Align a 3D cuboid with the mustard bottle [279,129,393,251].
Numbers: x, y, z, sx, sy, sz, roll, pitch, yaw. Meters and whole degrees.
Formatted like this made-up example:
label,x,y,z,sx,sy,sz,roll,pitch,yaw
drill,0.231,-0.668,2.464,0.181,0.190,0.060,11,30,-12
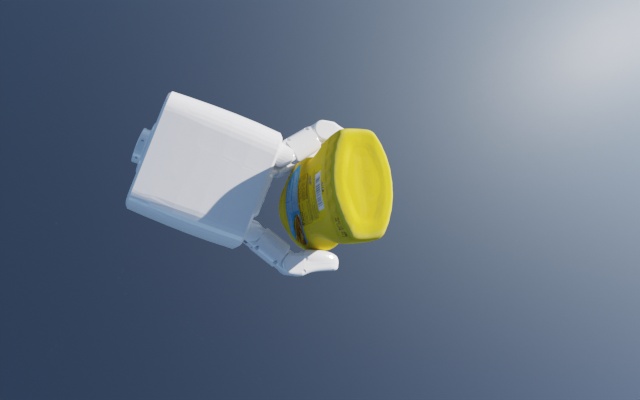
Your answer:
label,x,y,z,sx,sy,sz,roll,pitch,yaw
mustard bottle,0.000,0.002,0.475,0.058,0.096,0.192,-3,-9,-23
